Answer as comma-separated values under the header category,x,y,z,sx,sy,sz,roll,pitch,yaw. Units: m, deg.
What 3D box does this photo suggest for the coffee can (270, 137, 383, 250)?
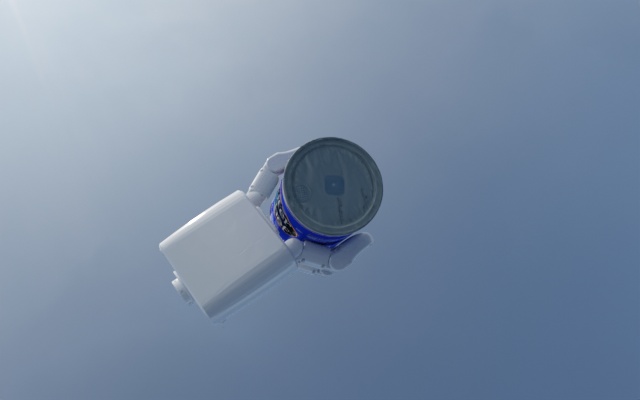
category,x,y,z,sx,sy,sz,roll,pitch,yaw
coffee can,0.000,0.002,0.539,0.103,0.102,0.140,0,-15,-12
